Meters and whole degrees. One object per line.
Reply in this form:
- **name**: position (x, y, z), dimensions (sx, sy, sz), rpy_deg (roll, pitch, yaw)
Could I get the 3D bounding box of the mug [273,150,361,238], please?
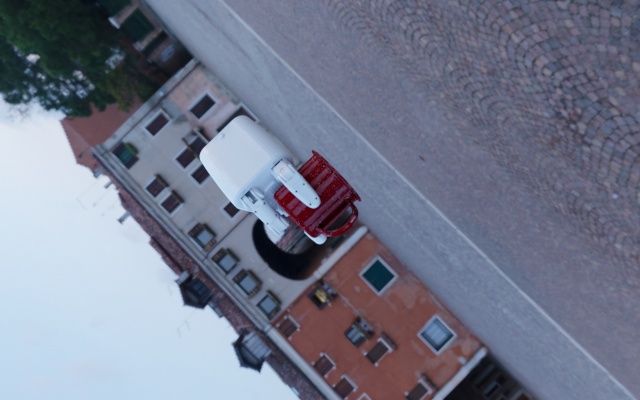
- **mug**: position (0.001, 0.003, 0.621), dimensions (0.117, 0.081, 0.093), rpy_deg (45, -1, 33)
